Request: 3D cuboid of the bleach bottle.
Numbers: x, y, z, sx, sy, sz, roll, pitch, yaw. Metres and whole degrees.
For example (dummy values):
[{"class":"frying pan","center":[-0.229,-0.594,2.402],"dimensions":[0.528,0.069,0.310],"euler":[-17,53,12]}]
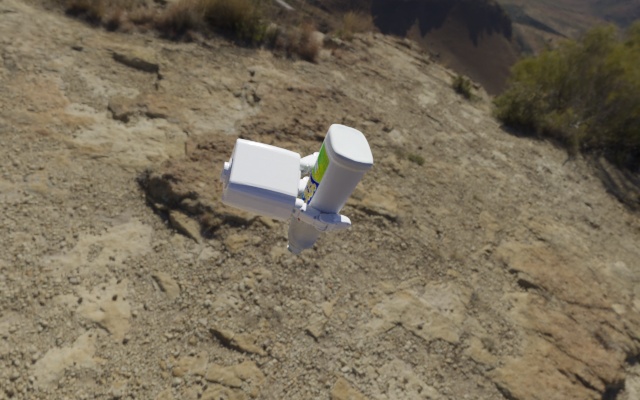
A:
[{"class":"bleach bottle","center":[0.000,0.003,0.794],"dimensions":[0.068,0.251,0.102],"euler":[14,37,-18]}]
